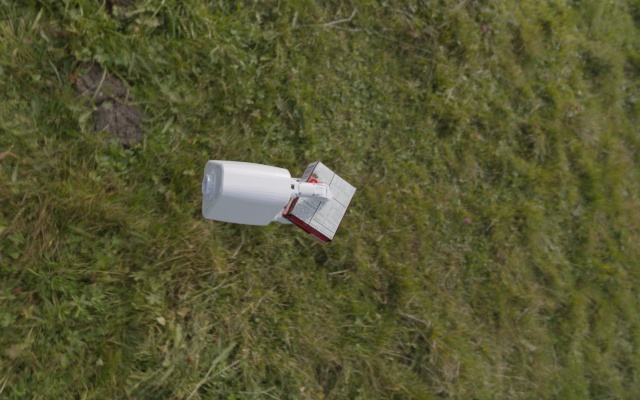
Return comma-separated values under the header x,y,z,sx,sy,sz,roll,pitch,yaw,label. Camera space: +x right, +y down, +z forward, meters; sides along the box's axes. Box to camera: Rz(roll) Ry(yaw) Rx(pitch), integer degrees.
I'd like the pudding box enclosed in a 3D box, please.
x,y,z,sx,sy,sz,roll,pitch,yaw,label
0.000,0.003,0.808,0.090,0.113,0.039,35,-23,-19,pudding box
